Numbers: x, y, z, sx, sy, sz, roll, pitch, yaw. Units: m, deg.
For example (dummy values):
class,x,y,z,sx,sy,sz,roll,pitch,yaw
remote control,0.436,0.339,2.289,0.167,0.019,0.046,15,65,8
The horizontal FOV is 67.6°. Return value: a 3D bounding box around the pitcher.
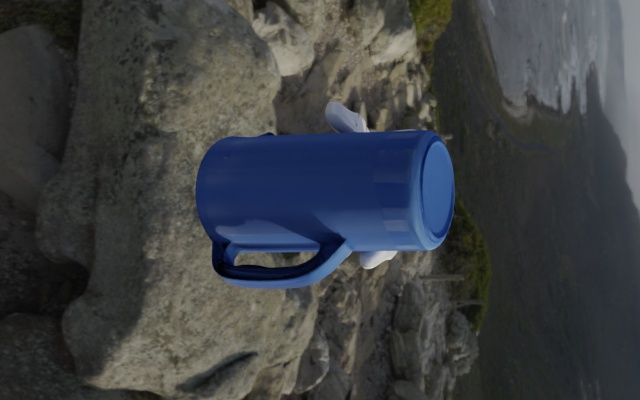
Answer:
class,x,y,z,sx,sy,sz,roll,pitch,yaw
pitcher,0.000,0.001,0.481,0.243,0.149,0.145,-1,12,32
